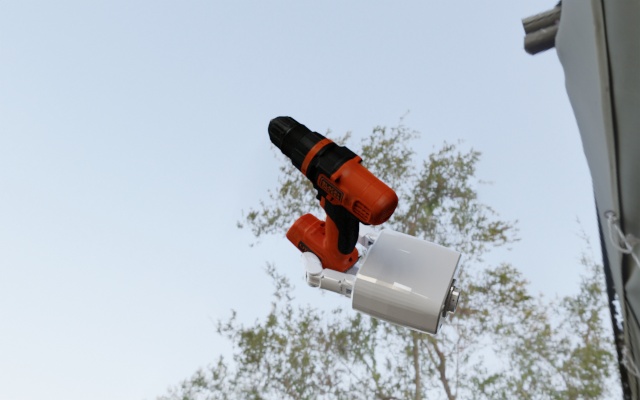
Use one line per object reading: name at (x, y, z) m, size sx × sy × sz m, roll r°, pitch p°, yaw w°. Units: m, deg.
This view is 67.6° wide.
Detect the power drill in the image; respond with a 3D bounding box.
power drill at (0.000, 0.002, 0.599) m, size 0.057 × 0.184 × 0.188 m, roll -37°, pitch -24°, yaw -29°
